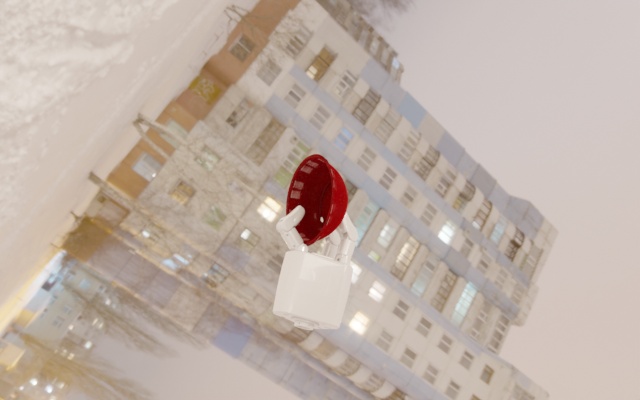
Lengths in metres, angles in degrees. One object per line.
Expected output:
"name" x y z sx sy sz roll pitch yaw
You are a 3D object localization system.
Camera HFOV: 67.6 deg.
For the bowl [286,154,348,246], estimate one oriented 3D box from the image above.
"bowl" 0.001 0.001 0.836 0.055 0.162 0.162 9 -5 -31
